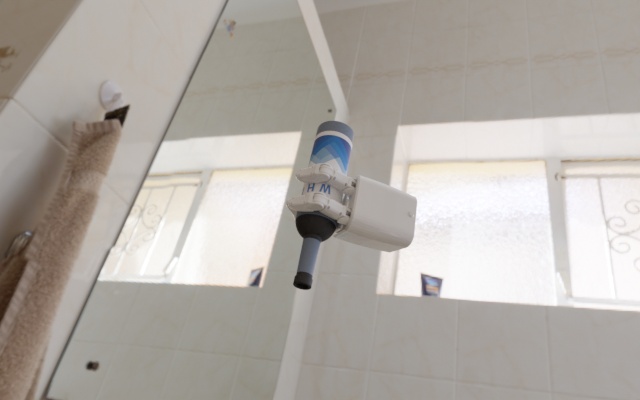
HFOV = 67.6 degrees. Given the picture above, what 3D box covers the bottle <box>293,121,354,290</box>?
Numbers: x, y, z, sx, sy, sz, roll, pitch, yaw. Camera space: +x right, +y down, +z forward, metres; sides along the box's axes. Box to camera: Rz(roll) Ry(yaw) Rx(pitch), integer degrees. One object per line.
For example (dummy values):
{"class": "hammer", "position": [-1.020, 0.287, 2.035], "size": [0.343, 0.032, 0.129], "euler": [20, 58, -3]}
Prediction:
{"class": "bottle", "position": [0.000, 0.002, 0.768], "size": [0.069, 0.295, 0.069], "euler": [9, -32, 6]}
